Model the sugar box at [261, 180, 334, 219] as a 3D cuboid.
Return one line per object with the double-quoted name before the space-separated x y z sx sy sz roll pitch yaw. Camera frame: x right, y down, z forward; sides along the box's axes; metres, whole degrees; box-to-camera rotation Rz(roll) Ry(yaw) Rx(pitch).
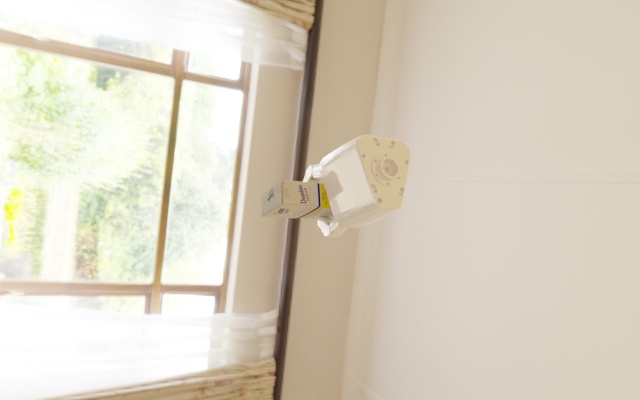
"sugar box" 0.000 0.002 0.788 0.176 0.048 0.093 7 -17 -26
